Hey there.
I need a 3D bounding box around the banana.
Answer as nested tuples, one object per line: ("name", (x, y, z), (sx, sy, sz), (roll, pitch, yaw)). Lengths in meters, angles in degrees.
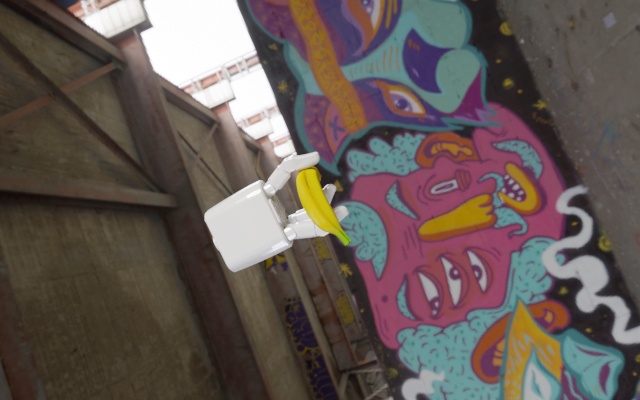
("banana", (-0.008, -0.008, 0.721), (0.037, 0.070, 0.197), (-32, 36, 8))
